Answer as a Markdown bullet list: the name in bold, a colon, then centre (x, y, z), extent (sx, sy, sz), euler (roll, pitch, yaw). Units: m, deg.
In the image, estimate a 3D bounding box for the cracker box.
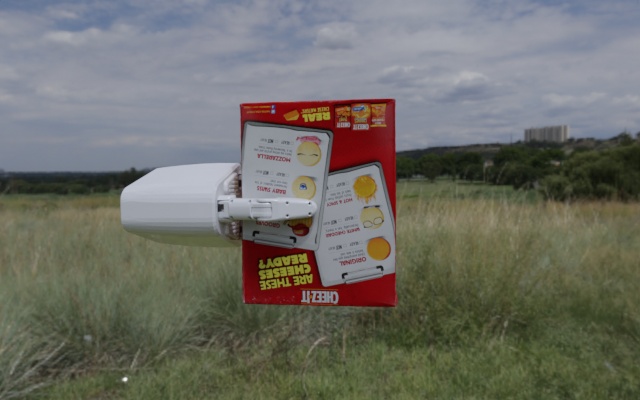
- **cracker box**: centre (0.000, 0.002, 0.522), extent (0.164, 0.214, 0.072), euler (0, 3, 8)
